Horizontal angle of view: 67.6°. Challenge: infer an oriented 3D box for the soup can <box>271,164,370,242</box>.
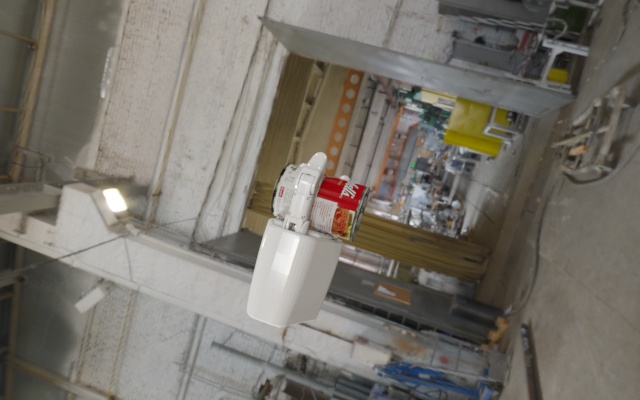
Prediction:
[{"bbox_3d":[0.000,0.001,0.570,0.102,0.068,0.068,17,3,10],"label":"soup can"}]
